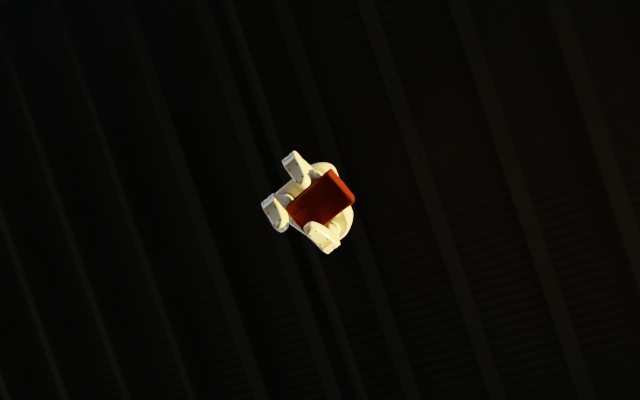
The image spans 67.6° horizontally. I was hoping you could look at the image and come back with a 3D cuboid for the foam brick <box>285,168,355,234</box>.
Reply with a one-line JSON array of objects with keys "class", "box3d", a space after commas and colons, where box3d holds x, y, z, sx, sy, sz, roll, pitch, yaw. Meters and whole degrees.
[{"class": "foam brick", "box3d": [0.000, 0.002, 0.638, 0.078, 0.053, 0.051, -38, 5, 12]}]
